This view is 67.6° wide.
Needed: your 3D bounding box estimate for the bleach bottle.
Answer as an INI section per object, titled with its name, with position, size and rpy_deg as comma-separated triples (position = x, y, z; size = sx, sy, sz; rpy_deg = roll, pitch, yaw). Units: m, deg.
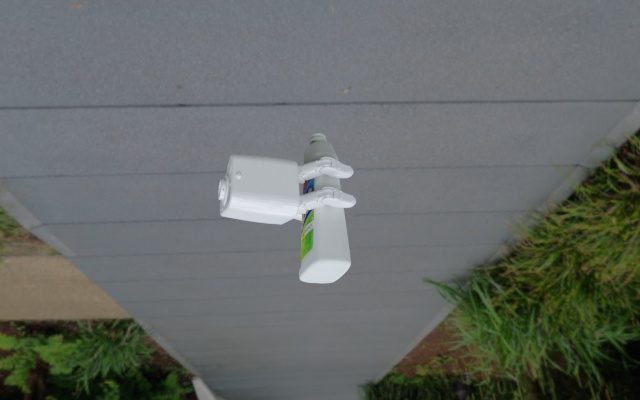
[bleach bottle]
position = 0.000, 0.003, 0.798
size = 0.068, 0.250, 0.103
rpy_deg = 6, -30, -18
